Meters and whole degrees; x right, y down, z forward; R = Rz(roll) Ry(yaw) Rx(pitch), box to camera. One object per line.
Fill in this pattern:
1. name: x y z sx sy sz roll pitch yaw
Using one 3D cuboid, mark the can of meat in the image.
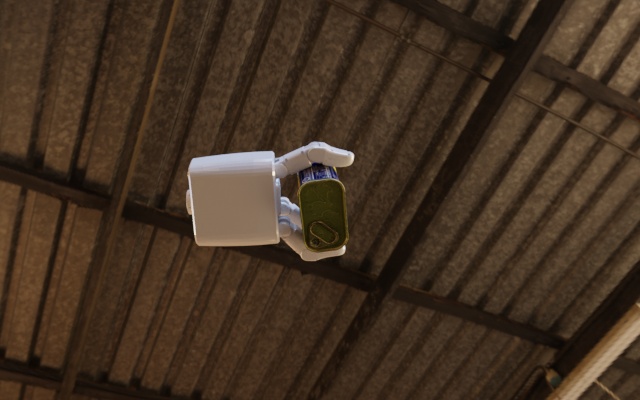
1. can of meat: 0.000 0.002 0.622 0.057 0.102 0.084 -7 28 -2
